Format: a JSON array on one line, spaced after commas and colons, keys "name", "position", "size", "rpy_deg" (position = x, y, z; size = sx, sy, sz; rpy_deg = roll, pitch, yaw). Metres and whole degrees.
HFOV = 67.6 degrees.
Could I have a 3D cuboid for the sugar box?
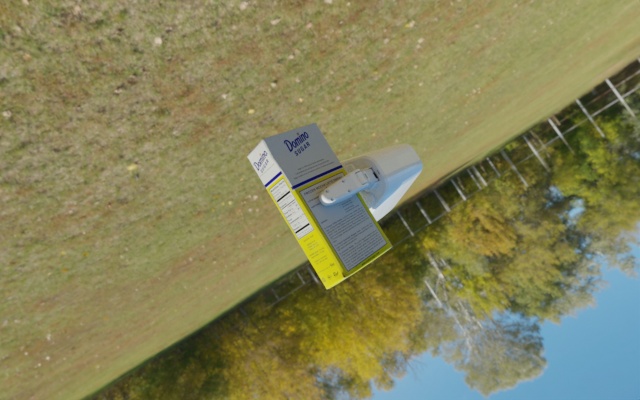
[{"name": "sugar box", "position": [0.000, 0.002, 0.549], "size": [0.093, 0.176, 0.048], "rpy_deg": [-26, -10, -45]}]
